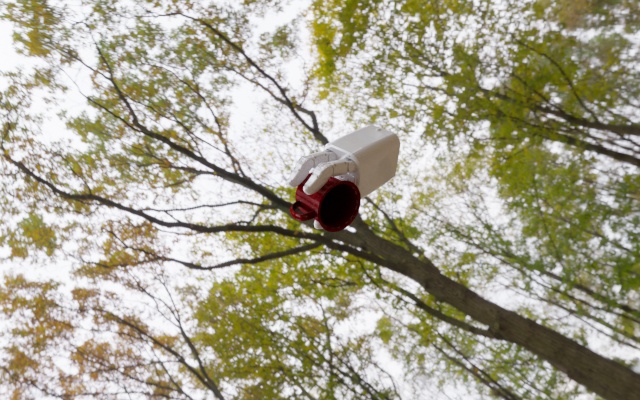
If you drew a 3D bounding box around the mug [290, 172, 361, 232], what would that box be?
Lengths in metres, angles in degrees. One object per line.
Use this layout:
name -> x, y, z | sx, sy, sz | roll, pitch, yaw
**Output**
mug -> -0.001, 0.003, 0.829 | 0.117, 0.093, 0.081 | -28, 35, -26
